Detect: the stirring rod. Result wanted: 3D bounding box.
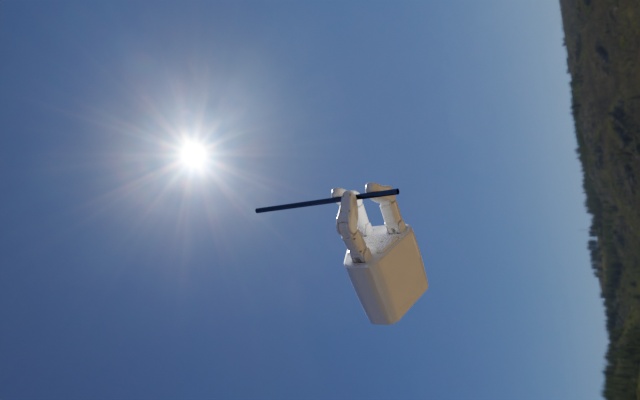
[{"bbox_3d":[0.000,0.002,0.678,0.239,0.011,0.011,-8,-4,34],"label":"stirring rod"}]
